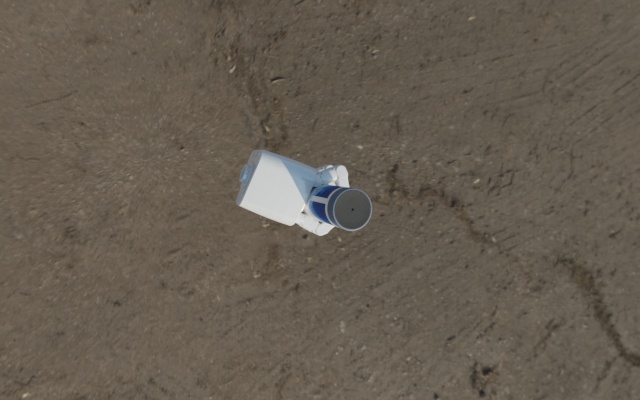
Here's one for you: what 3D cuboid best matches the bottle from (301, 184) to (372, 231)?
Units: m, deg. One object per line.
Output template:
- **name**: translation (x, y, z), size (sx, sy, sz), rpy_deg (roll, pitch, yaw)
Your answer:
- **bottle**: translation (0.000, 0.003, 0.873), size (0.069, 0.069, 0.295), rpy_deg (0, 4, -20)
